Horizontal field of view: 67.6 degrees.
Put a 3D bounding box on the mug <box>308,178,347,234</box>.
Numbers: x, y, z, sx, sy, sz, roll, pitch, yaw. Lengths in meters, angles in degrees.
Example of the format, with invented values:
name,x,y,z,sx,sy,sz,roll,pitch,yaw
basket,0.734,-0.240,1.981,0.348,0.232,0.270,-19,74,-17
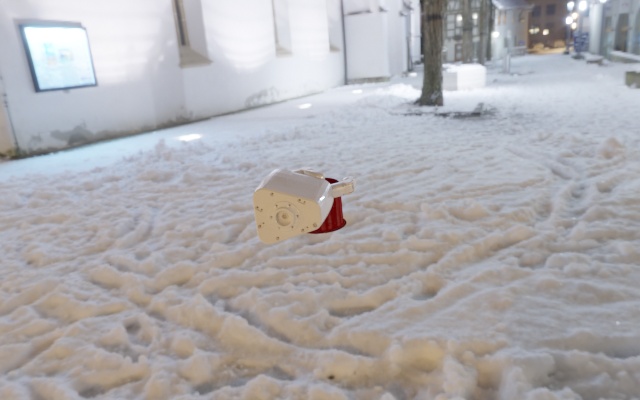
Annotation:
name,x,y,z,sx,sy,sz,roll,pitch,yaw
mug,0.000,0.002,0.884,0.093,0.081,0.117,-2,18,10
